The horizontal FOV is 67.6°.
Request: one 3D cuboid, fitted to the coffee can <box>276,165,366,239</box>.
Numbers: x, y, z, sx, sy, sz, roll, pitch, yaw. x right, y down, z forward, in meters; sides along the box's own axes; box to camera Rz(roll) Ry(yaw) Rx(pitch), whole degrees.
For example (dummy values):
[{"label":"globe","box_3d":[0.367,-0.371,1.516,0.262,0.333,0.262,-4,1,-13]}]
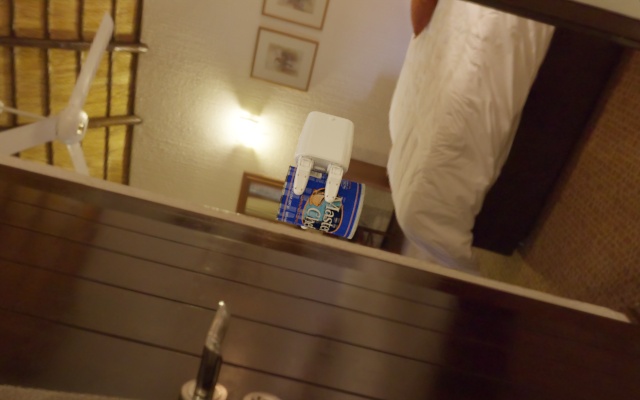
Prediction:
[{"label":"coffee can","box_3d":[0.000,0.003,0.862,0.140,0.103,0.103,14,-1,-2]}]
